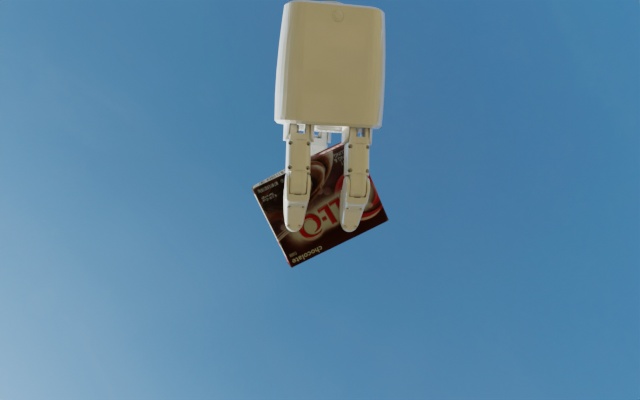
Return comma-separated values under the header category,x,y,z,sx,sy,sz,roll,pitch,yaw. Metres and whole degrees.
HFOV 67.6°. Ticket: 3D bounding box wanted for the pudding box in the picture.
category,x,y,z,sx,sy,sz,roll,pitch,yaw
pudding box,0.000,0.001,0.481,0.113,0.090,0.039,-25,13,-3
